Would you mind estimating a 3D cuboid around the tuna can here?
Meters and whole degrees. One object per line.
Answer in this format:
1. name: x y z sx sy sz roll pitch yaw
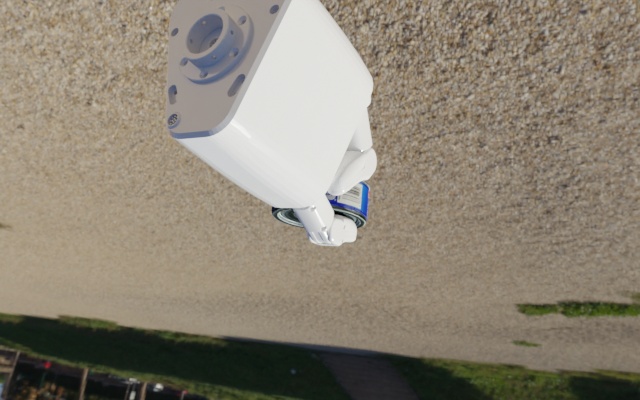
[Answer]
1. tuna can: 0.000 0.002 0.423 0.086 0.033 0.086 5 -16 1
